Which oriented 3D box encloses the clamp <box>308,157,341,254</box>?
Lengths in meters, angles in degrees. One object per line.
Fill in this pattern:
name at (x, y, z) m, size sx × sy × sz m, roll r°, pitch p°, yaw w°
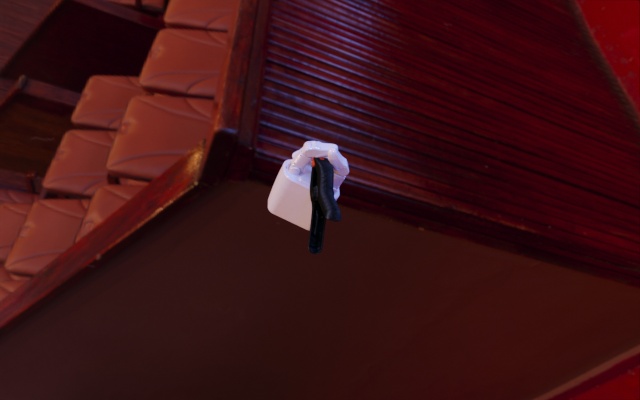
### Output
clamp at (0.000, 0.002, 0.811) m, size 0.039 × 0.171 × 0.120 m, roll 14°, pitch -46°, yaw -18°
